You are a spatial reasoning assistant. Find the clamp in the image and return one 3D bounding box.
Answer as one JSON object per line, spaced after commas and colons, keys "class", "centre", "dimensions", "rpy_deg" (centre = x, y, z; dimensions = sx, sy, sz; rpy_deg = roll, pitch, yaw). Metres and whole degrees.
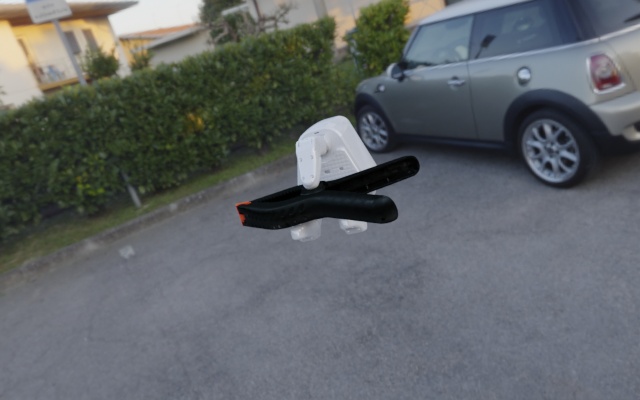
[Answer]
{"class": "clamp", "centre": [-0.001, 0.001, 0.508], "dimensions": [0.210, 0.036, 0.164], "rpy_deg": [-12, 14, 16]}
